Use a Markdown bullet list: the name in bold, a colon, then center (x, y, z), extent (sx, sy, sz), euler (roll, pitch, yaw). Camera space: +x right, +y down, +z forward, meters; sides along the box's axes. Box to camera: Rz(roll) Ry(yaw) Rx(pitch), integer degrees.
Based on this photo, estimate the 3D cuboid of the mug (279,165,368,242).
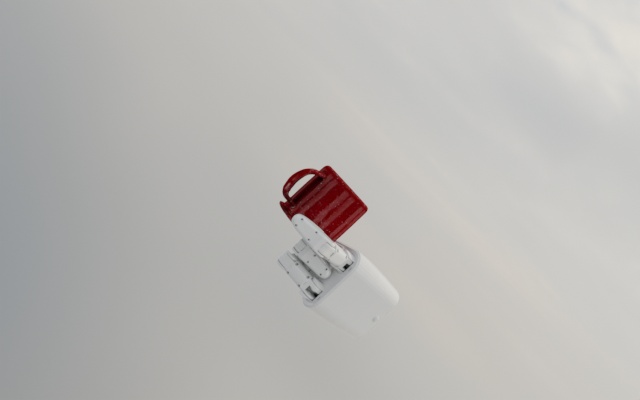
- **mug**: center (-0.001, 0.001, 0.614), extent (0.117, 0.081, 0.093), euler (44, 5, -36)
